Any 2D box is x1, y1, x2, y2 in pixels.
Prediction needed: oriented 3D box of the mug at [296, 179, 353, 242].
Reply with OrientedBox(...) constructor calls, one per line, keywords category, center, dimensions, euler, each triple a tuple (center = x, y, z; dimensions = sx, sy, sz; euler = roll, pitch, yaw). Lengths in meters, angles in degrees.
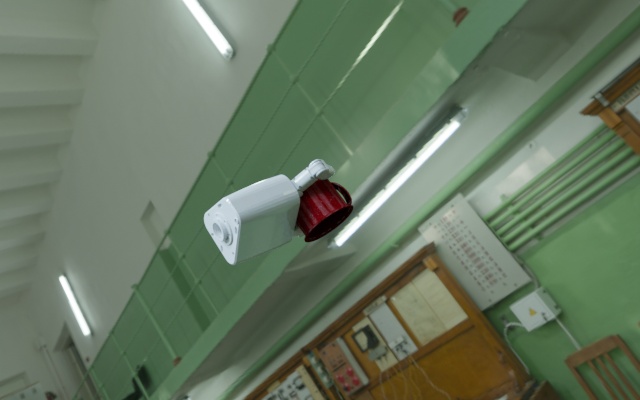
OrientedBox(category="mug", center=(0.001, 0.002, 0.761), dimensions=(0.117, 0.081, 0.093), euler=(-24, -21, -36))
